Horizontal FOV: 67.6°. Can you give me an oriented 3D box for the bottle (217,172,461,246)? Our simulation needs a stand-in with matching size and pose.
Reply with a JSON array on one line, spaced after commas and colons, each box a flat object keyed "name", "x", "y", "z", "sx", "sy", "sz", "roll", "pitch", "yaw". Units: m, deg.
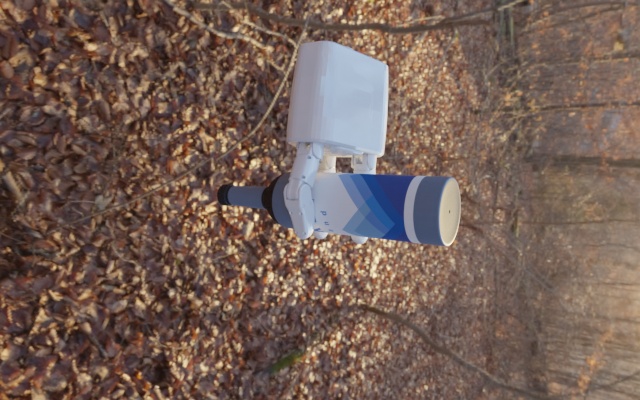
[{"name": "bottle", "x": 0.000, "y": 0.002, "z": 0.533, "sx": 0.295, "sy": 0.069, "sz": 0.069, "roll": 4, "pitch": 2, "yaw": 33}]
